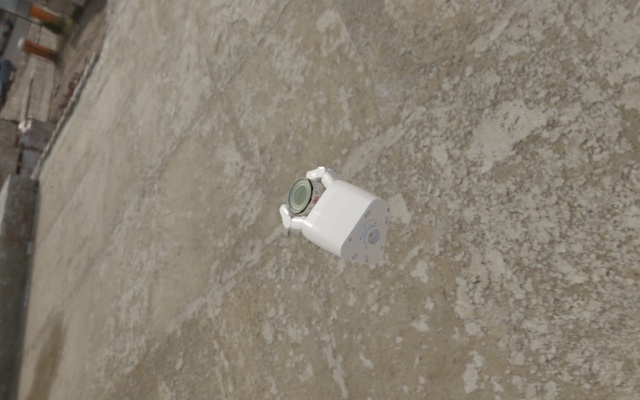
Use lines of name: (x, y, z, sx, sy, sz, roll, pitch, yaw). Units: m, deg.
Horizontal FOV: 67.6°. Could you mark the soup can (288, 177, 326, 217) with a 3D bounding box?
soup can: (0.000, 0.002, 0.862, 0.102, 0.068, 0.068, 17, -11, -39)
